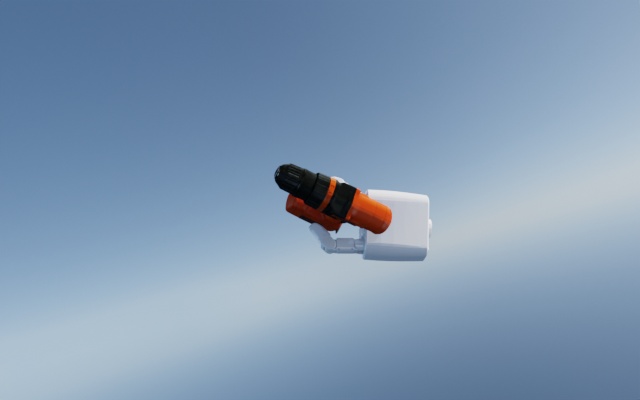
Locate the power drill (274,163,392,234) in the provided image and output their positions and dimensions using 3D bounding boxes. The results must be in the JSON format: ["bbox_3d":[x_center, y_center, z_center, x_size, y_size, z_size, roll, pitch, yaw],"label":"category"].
[{"bbox_3d":[0.000,0.003,0.752,0.184,0.057,0.187,26,-9,-13],"label":"power drill"}]
